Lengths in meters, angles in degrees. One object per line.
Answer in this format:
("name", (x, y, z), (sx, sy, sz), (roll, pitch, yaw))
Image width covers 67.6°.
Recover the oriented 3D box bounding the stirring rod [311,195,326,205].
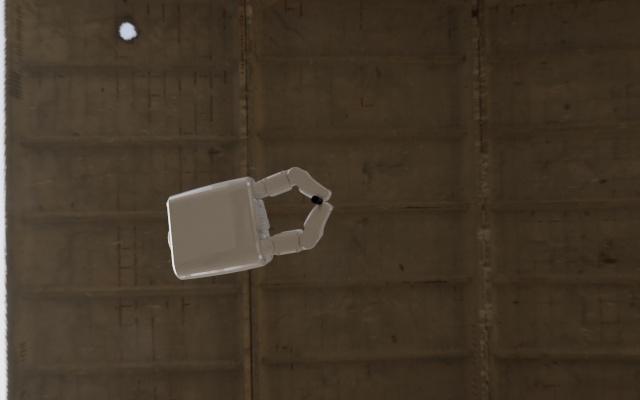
("stirring rod", (0.000, 0.002, 0.592), (0.011, 0.011, 0.239), (0, -1, 3))
